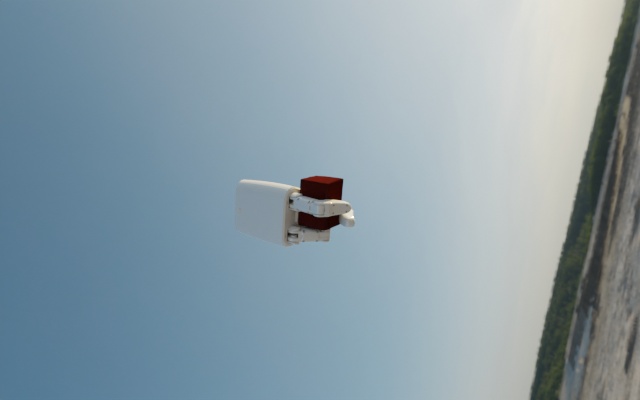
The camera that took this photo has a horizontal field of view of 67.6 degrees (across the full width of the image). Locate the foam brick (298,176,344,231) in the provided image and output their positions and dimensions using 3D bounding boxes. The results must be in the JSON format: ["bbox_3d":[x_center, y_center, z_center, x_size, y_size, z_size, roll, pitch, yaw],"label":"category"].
[{"bbox_3d":[0.000,0.002,0.762,0.051,0.078,0.053,12,15,30],"label":"foam brick"}]
